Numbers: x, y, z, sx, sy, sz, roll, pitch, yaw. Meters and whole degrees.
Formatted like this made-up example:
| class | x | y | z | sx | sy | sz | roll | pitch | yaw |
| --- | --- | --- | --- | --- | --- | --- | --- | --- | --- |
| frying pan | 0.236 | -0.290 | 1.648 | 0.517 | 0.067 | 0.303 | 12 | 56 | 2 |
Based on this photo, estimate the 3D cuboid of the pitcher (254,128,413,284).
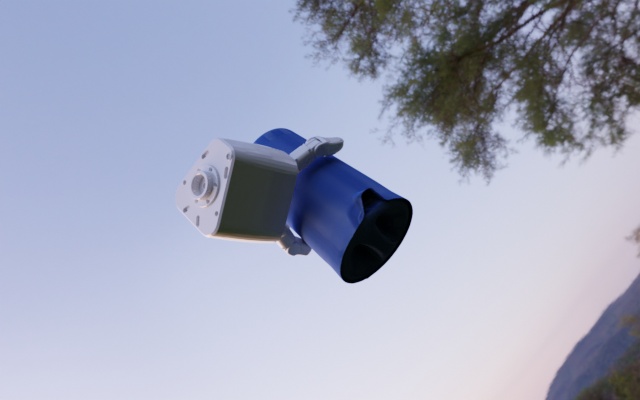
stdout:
| class | x | y | z | sx | sy | sz | roll | pitch | yaw |
| --- | --- | --- | --- | --- | --- | --- | --- | --- | --- |
| pitcher | 0.000 | 0.002 | 0.683 | 0.242 | 0.149 | 0.145 | 38 | 20 | 34 |
